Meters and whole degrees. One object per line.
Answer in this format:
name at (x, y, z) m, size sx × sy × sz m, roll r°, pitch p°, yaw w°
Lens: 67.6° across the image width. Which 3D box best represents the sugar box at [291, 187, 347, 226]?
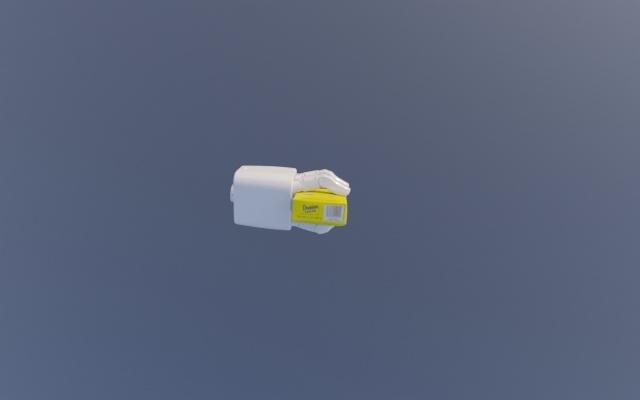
sugar box at (0.000, 0.002, 0.877) m, size 0.093 × 0.048 × 0.176 m, roll 5°, pitch 14°, yaw 0°
